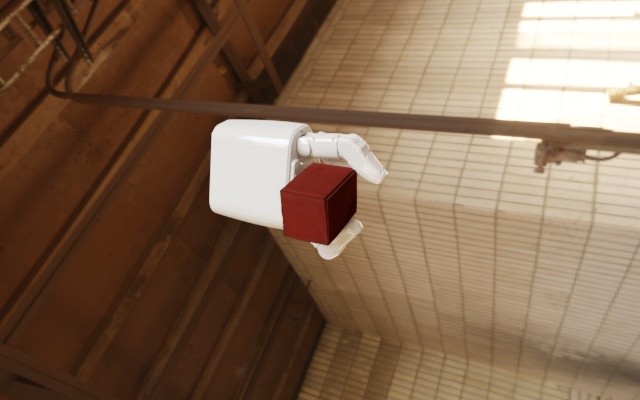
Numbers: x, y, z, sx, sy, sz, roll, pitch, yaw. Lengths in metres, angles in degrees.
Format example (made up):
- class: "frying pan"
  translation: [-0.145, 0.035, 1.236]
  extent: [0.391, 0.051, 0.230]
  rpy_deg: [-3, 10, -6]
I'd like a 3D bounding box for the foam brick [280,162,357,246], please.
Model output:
- class: "foam brick"
  translation: [0.000, 0.002, 0.483]
  extent: [0.051, 0.053, 0.078]
  rpy_deg: [10, 29, 23]
